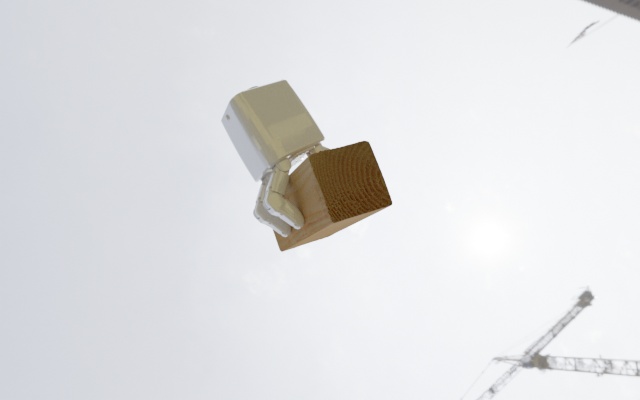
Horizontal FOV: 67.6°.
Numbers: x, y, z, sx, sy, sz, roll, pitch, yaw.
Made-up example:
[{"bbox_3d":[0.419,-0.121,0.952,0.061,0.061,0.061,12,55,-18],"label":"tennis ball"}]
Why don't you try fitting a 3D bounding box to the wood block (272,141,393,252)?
[{"bbox_3d":[0.000,0.002,0.668,0.091,0.090,0.206,-17,-8,-25],"label":"wood block"}]
